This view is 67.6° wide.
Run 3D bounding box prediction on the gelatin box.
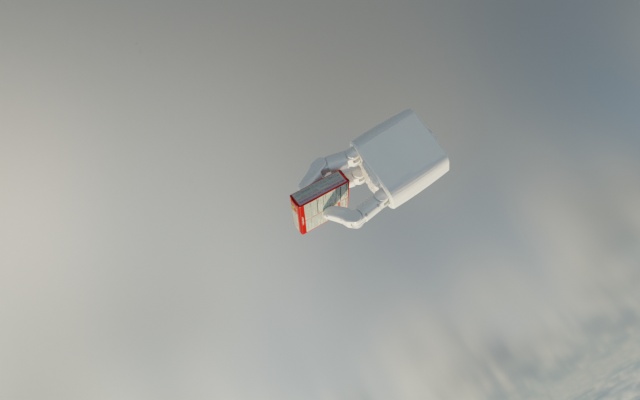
[{"bbox_3d":[0.000,0.003,0.713,0.089,0.030,0.073,-29,-32,-18],"label":"gelatin box"}]
